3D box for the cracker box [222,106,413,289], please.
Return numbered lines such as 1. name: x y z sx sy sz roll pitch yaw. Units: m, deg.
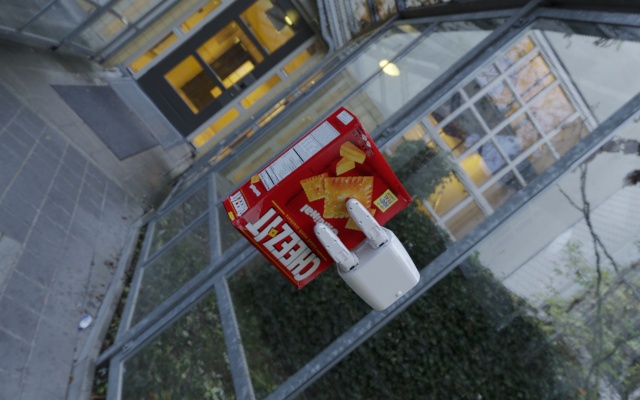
1. cracker box: 0.000 0.002 0.669 0.213 0.164 0.072 -38 35 1
